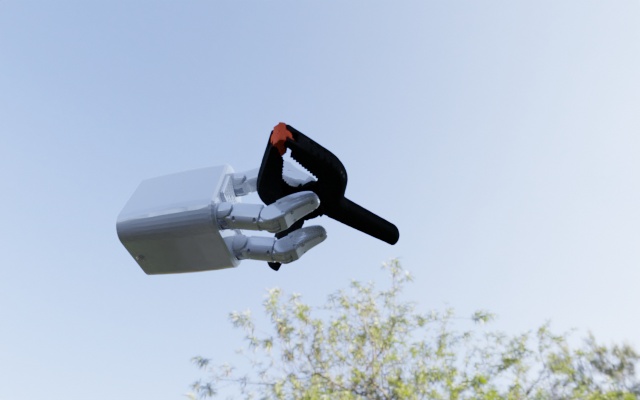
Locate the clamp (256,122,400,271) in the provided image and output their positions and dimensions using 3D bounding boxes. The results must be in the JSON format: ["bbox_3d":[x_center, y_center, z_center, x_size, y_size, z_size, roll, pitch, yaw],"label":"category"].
[{"bbox_3d":[0.000,0.001,0.516,0.164,0.036,0.210,-10,-43,4],"label":"clamp"}]
